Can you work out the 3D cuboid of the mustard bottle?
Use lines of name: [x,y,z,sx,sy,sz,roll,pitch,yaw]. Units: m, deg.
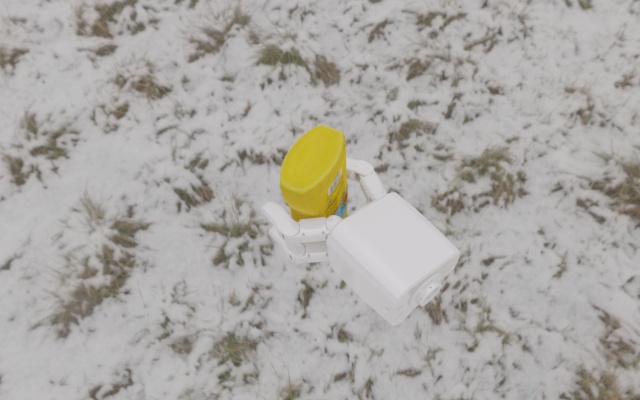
mustard bottle: [0.000,0.002,0.593,0.058,0.096,0.192,21,-28,18]
